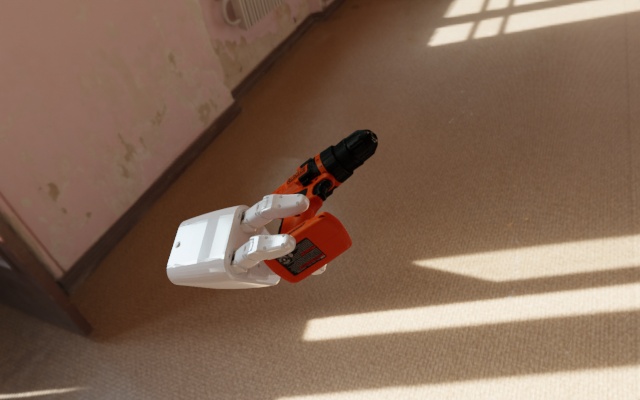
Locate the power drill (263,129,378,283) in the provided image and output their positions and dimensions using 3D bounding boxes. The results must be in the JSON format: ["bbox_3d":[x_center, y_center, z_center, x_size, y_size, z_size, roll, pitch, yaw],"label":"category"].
[{"bbox_3d":[0.000,0.002,0.602,0.184,0.057,0.187,-38,22,24],"label":"power drill"}]
